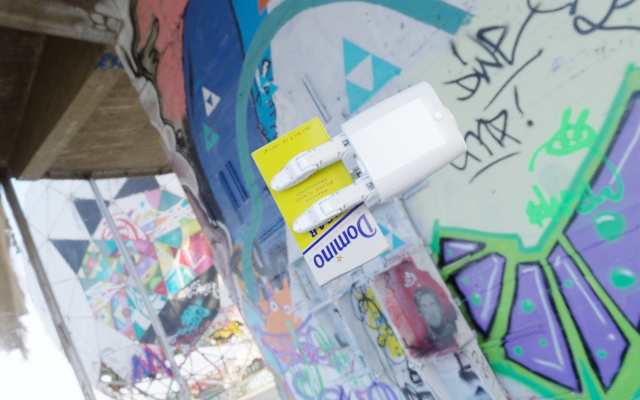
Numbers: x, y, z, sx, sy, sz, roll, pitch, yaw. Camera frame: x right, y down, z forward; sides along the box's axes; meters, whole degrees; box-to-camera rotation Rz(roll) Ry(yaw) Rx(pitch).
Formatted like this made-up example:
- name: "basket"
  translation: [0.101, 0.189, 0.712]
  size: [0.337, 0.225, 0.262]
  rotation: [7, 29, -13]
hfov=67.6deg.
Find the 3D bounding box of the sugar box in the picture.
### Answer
- name: "sugar box"
  translation: [0.000, 0.002, 0.562]
  size: [0.093, 0.176, 0.048]
  rotation: [-29, -11, 4]
